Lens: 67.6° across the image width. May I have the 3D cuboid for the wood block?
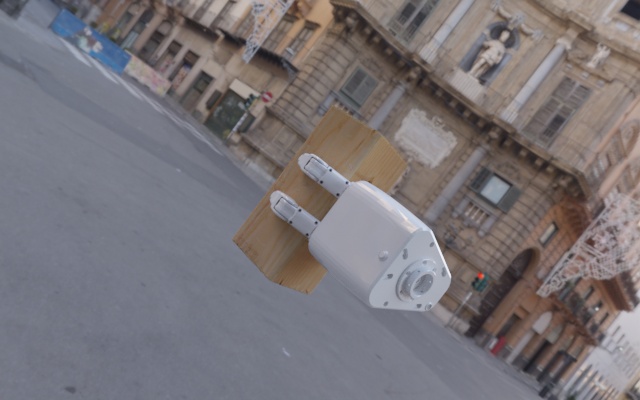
[{"bbox_3d":[0.001,0.002,0.591,0.090,0.206,0.091,39,2,37],"label":"wood block"}]
